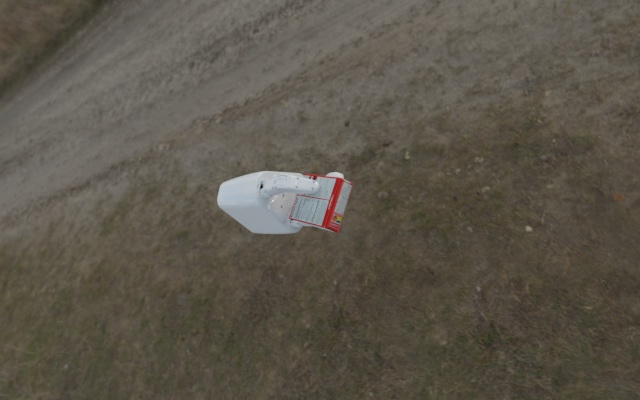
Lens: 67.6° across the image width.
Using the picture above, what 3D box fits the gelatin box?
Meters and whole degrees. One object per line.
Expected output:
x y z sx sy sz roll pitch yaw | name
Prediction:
0.000 0.002 0.688 0.030 0.073 0.089 23 -8 -37 | gelatin box
